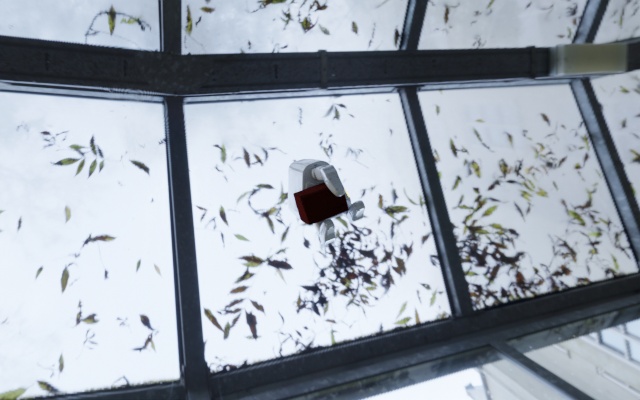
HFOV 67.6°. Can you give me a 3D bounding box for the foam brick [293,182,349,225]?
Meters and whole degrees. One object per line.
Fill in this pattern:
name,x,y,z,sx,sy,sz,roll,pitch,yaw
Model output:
foam brick,0.000,0.003,0.821,0.078,0.053,0.051,-19,13,-17
